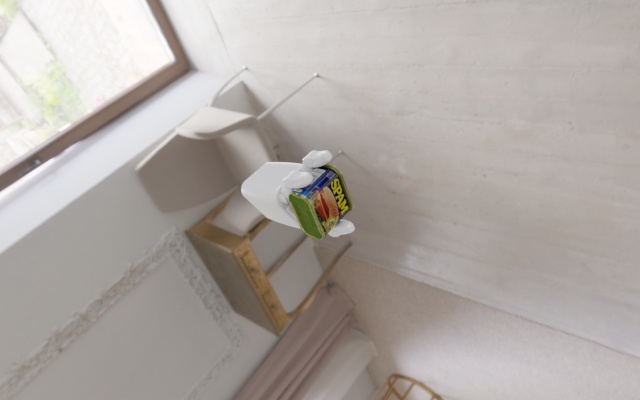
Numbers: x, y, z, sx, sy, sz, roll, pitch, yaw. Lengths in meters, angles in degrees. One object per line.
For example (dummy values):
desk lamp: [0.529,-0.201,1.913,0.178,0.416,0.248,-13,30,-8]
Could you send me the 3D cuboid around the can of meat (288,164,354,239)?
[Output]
can of meat: [0.000,0.003,0.797,0.057,0.102,0.084,15,49,41]
